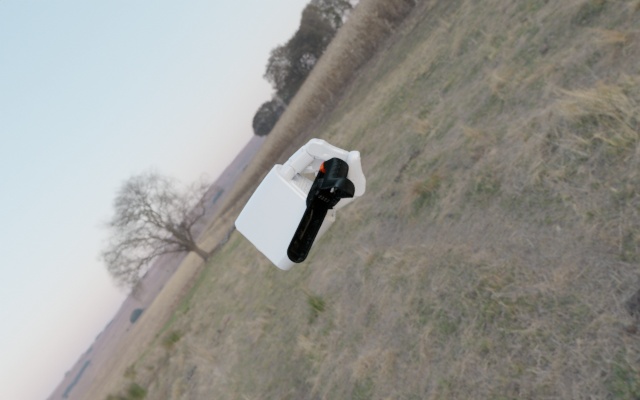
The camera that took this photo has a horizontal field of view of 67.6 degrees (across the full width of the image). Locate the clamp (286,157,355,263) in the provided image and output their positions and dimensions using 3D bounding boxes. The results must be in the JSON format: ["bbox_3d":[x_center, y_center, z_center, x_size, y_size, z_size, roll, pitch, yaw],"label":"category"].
[{"bbox_3d":[0.000,0.001,0.592,0.039,0.120,0.171,38,16,-9],"label":"clamp"}]
